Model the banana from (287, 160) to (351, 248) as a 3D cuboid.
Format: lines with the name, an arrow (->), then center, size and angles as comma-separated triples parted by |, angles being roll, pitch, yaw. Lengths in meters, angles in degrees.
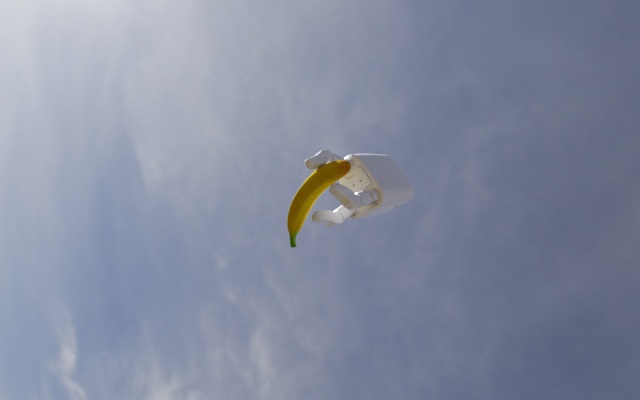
banana -> -0.011, -0.008, 0.835 | 0.037, 0.198, 0.069 | 0, 43, -44
